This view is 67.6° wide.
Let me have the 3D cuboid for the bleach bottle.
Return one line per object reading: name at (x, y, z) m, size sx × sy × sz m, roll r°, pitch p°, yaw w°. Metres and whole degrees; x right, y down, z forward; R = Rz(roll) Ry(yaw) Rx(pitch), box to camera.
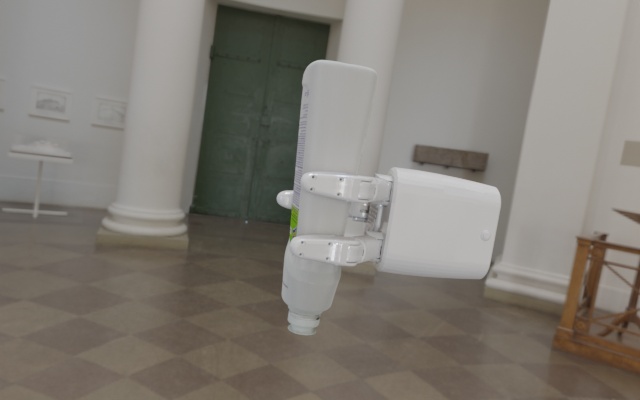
bleach bottle at (0.000, 0.001, 0.461) m, size 0.068 × 0.251 × 0.102 m, roll 8°, pitch 5°, yaw -6°
